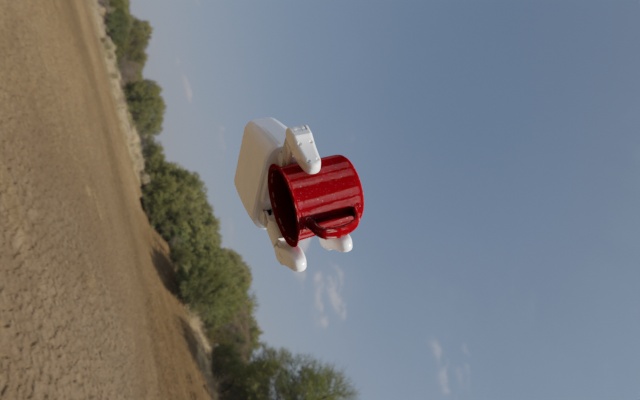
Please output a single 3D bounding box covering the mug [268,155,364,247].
[{"bbox_3d":[0.001,0.002,0.517,0.081,0.093,0.117,-15,34,-20],"label":"mug"}]
